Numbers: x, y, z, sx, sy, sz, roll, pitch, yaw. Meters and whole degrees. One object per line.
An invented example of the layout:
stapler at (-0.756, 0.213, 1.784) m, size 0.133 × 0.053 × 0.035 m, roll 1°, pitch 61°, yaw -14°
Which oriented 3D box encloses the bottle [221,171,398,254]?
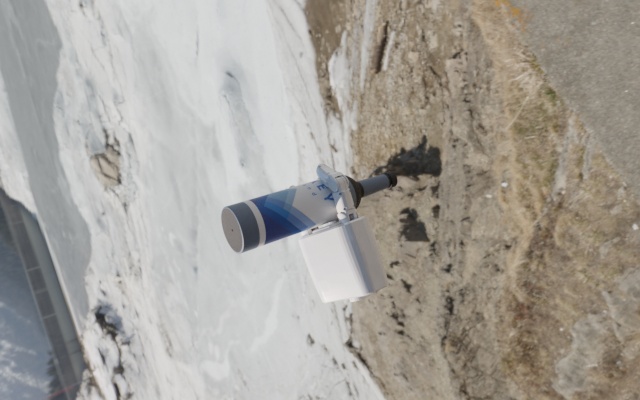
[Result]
bottle at (0.000, 0.002, 0.717) m, size 0.295 × 0.069 × 0.069 m, roll -18°, pitch 9°, yaw -32°
